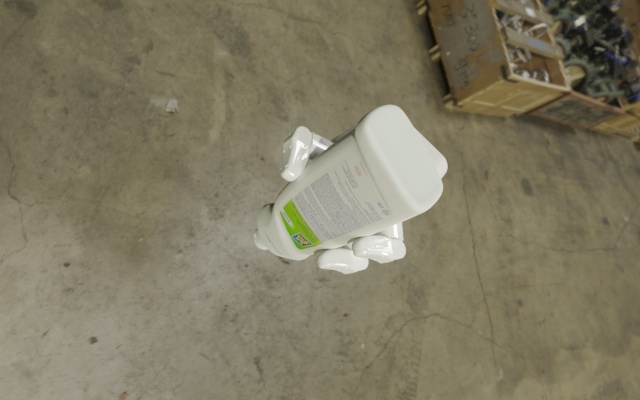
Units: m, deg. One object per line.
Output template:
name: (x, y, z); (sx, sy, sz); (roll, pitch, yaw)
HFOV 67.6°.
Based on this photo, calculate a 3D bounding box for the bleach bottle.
bleach bottle: (0.000, 0.002, 0.501); (0.251, 0.102, 0.068); (-27, 6, 47)
